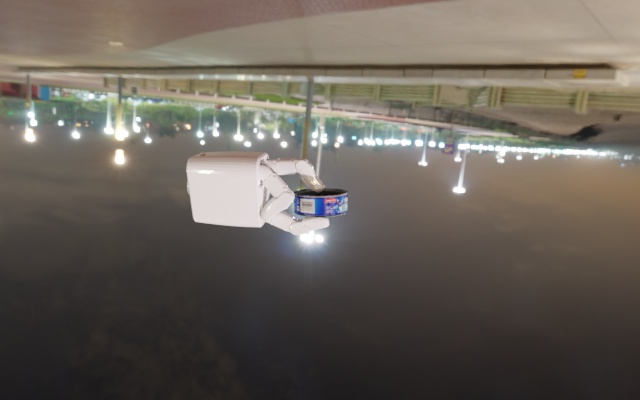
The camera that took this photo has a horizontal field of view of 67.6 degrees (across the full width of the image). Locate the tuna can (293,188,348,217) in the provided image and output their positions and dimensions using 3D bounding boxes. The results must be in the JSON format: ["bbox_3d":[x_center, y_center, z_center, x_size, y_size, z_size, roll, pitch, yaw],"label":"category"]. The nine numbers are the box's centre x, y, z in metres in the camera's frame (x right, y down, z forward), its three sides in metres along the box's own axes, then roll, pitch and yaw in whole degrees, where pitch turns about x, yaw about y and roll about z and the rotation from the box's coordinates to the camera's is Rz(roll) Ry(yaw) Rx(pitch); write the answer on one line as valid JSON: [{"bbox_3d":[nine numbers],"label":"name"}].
[{"bbox_3d":[0.000,0.003,0.752,0.086,0.034,0.086,-1,9,0],"label":"tuna can"}]
